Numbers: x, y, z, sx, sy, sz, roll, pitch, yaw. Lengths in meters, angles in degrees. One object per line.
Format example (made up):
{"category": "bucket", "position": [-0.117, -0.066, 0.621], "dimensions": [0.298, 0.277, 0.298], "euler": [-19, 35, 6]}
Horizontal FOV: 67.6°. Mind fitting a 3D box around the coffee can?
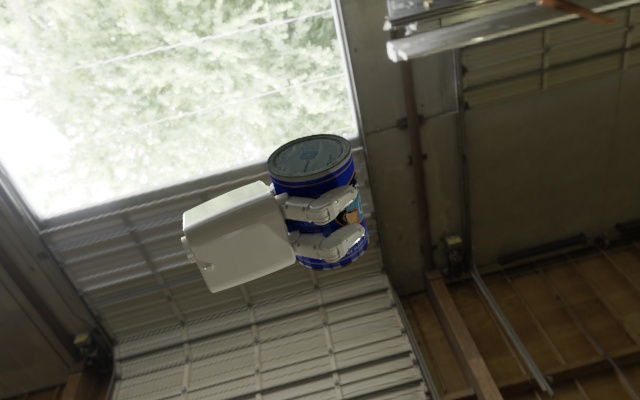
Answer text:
{"category": "coffee can", "position": [0.000, 0.002, 0.598], "dimensions": [0.103, 0.140, 0.102], "euler": [-10, 33, 7]}
